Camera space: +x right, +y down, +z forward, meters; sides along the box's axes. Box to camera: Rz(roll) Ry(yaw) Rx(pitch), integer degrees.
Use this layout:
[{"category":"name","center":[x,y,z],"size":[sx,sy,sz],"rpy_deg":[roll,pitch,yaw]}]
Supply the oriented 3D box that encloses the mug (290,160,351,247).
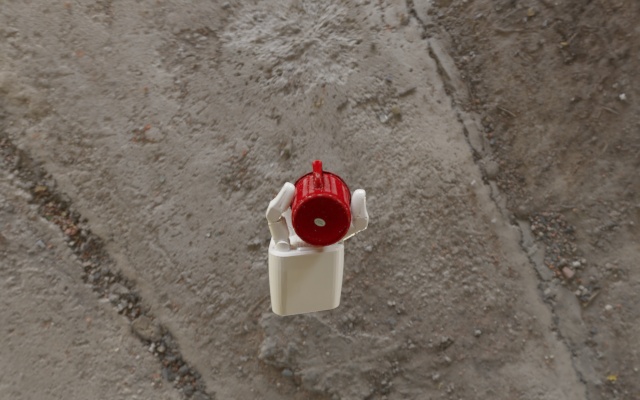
[{"category":"mug","center":[0.000,0.001,0.670],"size":[0.093,0.117,0.081],"rpy_deg":[-2,21,-1]}]
